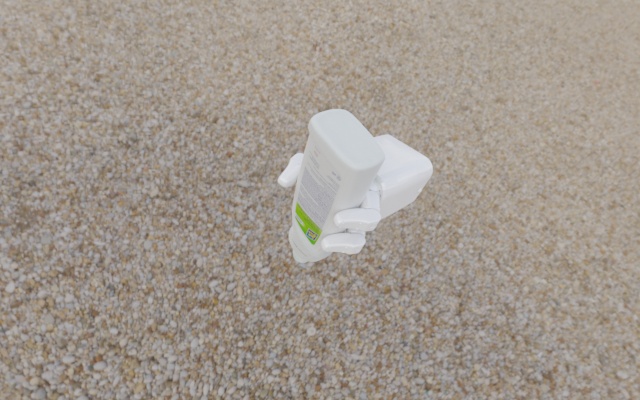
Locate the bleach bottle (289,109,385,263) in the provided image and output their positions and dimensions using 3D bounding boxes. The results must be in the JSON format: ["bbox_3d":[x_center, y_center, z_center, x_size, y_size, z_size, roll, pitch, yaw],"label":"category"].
[{"bbox_3d":[0.000,0.002,0.655,0.068,0.102,0.251,-22,-28,-33],"label":"bleach bottle"}]
